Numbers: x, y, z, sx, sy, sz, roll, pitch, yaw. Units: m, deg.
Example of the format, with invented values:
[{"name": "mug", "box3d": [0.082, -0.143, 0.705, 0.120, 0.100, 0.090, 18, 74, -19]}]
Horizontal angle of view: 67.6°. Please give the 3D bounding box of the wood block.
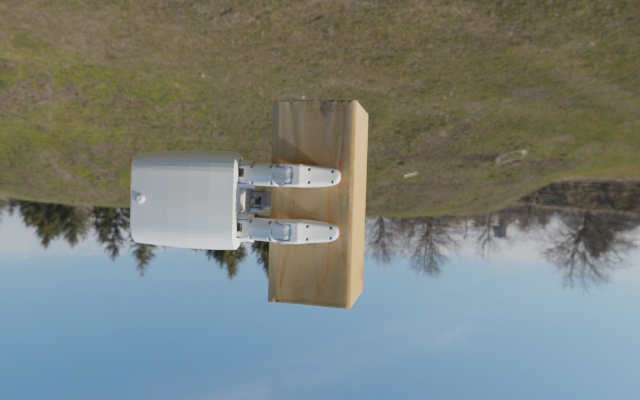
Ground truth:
[{"name": "wood block", "box3d": [0.000, 0.002, 0.520, 0.090, 0.206, 0.091, 2, 2, 12]}]
